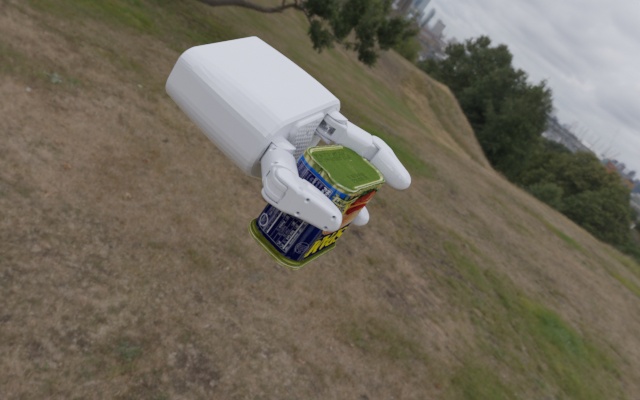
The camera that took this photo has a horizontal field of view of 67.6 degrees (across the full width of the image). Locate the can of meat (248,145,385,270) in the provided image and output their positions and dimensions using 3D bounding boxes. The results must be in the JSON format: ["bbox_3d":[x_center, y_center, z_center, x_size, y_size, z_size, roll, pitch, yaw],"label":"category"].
[{"bbox_3d":[0.000,0.001,0.404,0.057,0.084,0.102,43,24,14],"label":"can of meat"}]
